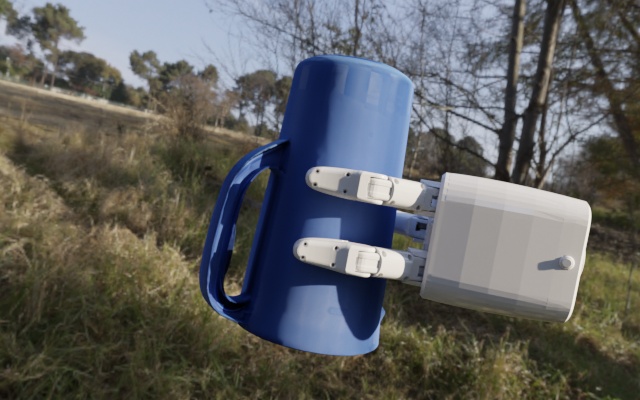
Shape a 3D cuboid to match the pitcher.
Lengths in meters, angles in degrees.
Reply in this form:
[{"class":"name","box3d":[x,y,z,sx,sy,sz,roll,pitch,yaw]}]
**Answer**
[{"class":"pitcher","box3d":[0.000,0.001,0.424,0.145,0.243,0.149,11,1,15]}]
